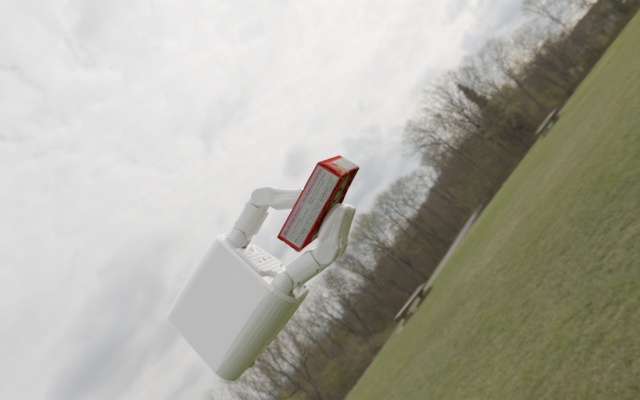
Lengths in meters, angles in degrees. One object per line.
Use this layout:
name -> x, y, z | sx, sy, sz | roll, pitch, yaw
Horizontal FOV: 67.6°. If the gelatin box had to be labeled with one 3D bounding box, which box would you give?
gelatin box -> 0.000, 0.001, 0.478 | 0.030, 0.089, 0.073 | 32, 18, 11
